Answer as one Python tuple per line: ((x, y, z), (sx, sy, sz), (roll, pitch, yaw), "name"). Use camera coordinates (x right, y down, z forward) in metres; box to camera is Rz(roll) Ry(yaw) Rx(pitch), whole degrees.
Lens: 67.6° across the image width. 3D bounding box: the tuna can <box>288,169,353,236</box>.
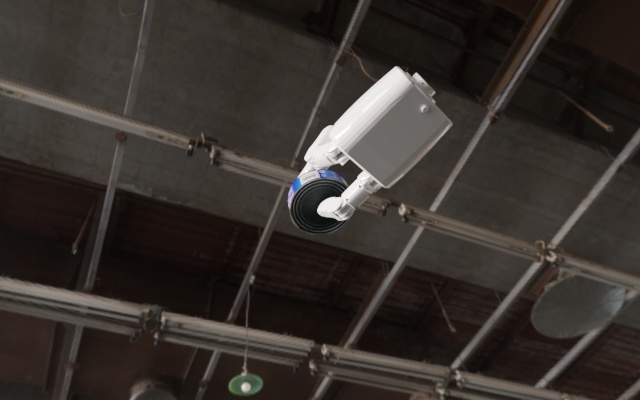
((0.000, 0.002, 0.633), (0.086, 0.086, 0.033), (0, 29, -11), "tuna can")
